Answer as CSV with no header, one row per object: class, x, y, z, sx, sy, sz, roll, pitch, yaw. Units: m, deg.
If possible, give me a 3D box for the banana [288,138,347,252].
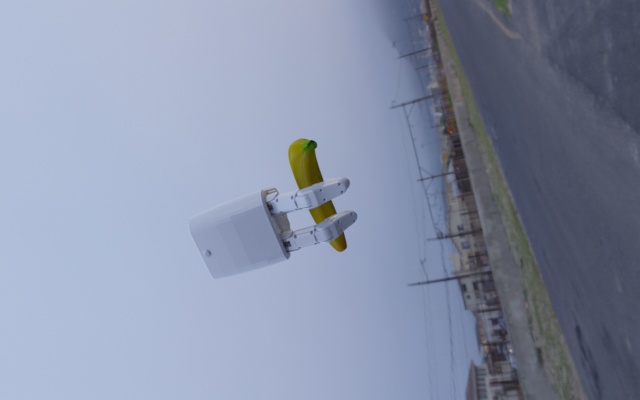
banana,-0.007,-0.011,0.631,0.037,0.198,0.069,-24,43,-4
